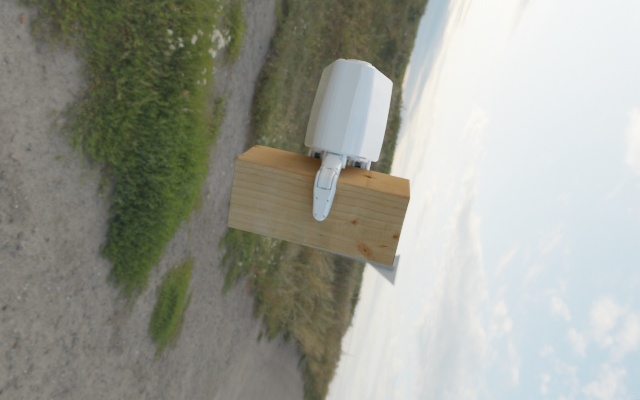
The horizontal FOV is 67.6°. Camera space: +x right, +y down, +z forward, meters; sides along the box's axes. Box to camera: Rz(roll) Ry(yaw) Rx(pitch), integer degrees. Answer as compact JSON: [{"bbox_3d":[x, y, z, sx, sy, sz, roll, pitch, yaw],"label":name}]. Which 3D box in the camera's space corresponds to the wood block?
[{"bbox_3d":[0.000,0.002,0.598,0.206,0.090,0.090,13,19,6],"label":"wood block"}]
